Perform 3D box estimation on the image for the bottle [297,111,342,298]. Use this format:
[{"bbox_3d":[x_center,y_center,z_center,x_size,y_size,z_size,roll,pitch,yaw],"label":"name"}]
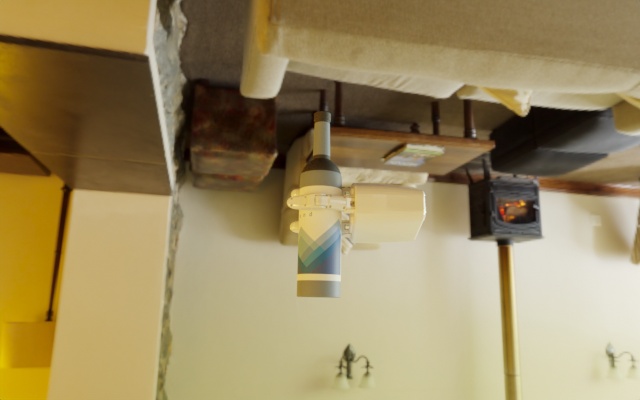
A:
[{"bbox_3d":[0.000,0.003,0.752,0.069,0.295,0.069,1,-12,0],"label":"bottle"}]
